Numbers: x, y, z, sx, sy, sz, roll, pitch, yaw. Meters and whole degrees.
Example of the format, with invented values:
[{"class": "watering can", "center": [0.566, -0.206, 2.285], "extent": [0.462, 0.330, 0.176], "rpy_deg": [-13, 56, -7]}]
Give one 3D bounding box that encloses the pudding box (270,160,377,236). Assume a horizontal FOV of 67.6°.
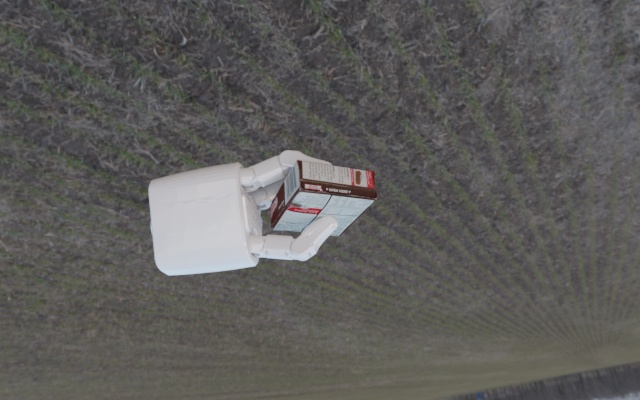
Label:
[{"class": "pudding box", "center": [0.000, 0.002, 0.537], "extent": [0.090, 0.039, 0.113], "rpy_deg": [6, -26, -19]}]
